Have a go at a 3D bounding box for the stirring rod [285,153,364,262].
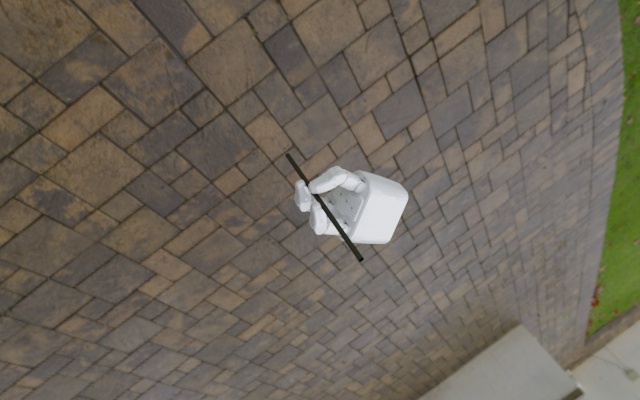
[{"bbox_3d":[0.000,0.002,0.713,0.011,0.011,0.239,0,40,-36],"label":"stirring rod"}]
